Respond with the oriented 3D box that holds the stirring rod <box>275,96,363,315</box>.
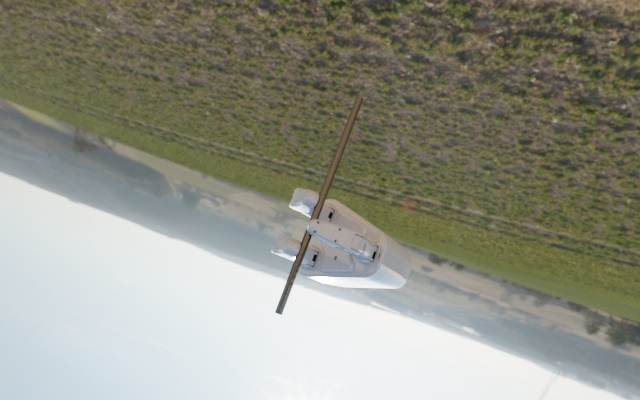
[{"bbox_3d":[0.000,0.002,0.494,0.011,0.239,0.011,20,-9,3],"label":"stirring rod"}]
